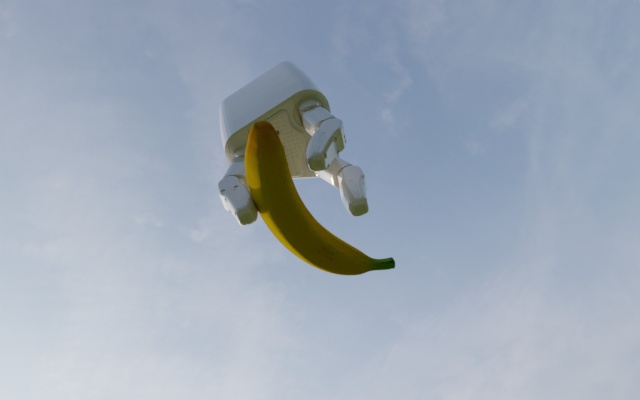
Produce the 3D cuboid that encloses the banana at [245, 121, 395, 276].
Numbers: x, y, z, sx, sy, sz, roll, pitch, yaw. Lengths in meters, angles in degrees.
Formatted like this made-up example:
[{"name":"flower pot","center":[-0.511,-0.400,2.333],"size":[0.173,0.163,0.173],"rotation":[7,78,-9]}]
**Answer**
[{"name":"banana","center":[-0.013,0.014,0.419],"size":[0.069,0.198,0.037],"rotation":[-36,35,13]}]
